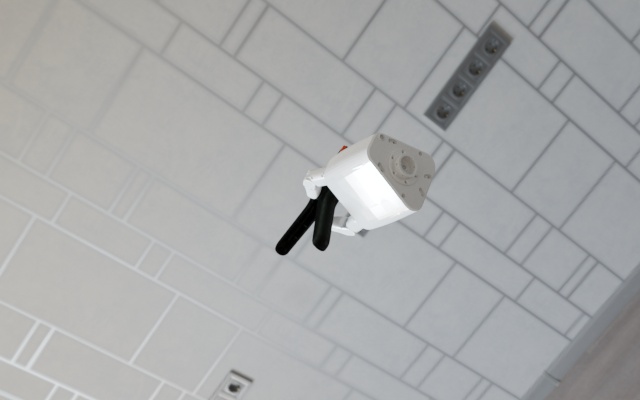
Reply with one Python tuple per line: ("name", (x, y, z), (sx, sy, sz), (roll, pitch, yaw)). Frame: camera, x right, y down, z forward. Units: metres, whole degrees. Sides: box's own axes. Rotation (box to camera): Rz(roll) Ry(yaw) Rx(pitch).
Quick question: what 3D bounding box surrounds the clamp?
("clamp", (0.000, 0.002, 0.783), (0.036, 0.210, 0.164), (35, -29, -19))
